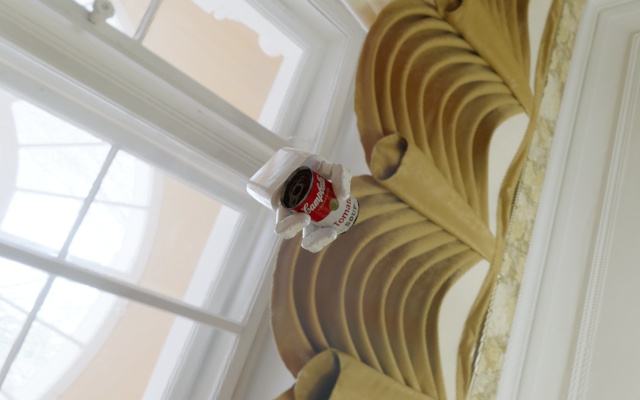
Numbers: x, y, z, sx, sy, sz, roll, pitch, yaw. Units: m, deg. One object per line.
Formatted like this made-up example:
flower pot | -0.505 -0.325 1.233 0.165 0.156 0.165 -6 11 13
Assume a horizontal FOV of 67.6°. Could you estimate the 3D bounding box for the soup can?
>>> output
soup can | 0.001 0.002 0.707 0.102 0.068 0.068 31 -19 -35
